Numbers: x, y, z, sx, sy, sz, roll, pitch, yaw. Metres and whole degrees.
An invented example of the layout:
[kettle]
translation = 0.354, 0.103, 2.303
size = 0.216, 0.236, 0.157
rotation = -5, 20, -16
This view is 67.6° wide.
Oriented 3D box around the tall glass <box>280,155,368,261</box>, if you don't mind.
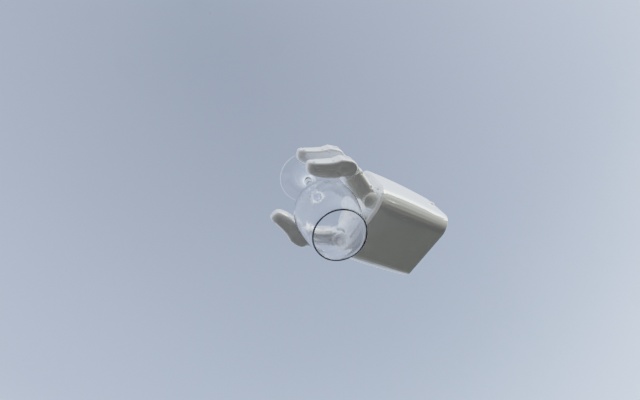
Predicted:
[tall glass]
translation = 0.000, 0.002, 0.596
size = 0.079, 0.079, 0.201
rotation = 0, 21, -13
